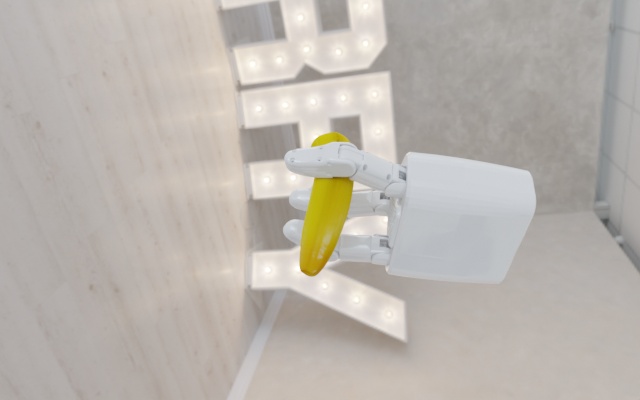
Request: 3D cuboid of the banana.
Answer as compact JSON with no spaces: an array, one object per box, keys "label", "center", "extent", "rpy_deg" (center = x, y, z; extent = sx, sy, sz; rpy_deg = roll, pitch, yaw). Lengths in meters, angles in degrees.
[{"label":"banana","center":[0.007,-0.015,0.435],"extent":[0.037,0.070,0.197],"rpy_deg":[19,30,-11]}]
